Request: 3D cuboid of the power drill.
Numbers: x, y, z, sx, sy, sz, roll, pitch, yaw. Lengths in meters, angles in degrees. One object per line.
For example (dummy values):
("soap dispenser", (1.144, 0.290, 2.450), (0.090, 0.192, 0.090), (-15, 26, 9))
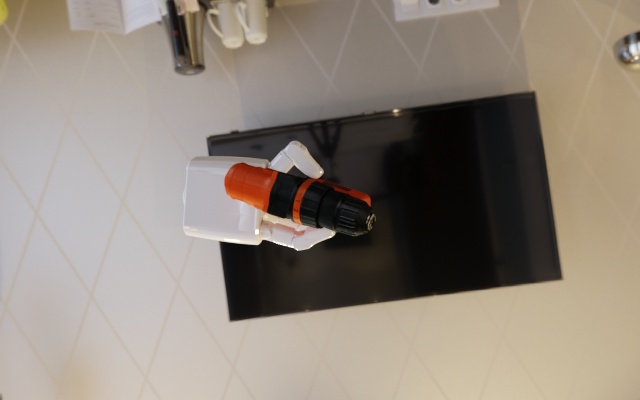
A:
("power drill", (0.000, 0.002, 0.594), (0.184, 0.057, 0.187), (19, 2, 23))
